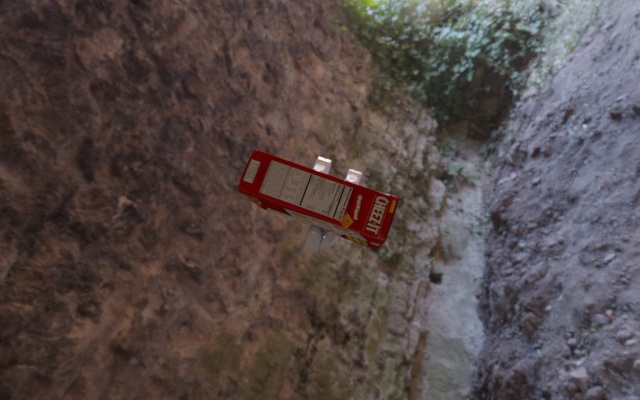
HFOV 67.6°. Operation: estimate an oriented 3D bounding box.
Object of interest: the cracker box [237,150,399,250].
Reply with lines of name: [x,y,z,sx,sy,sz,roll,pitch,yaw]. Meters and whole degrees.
cracker box: [0.000,0.002,0.716,0.213,0.072,0.164,19,-8,6]
